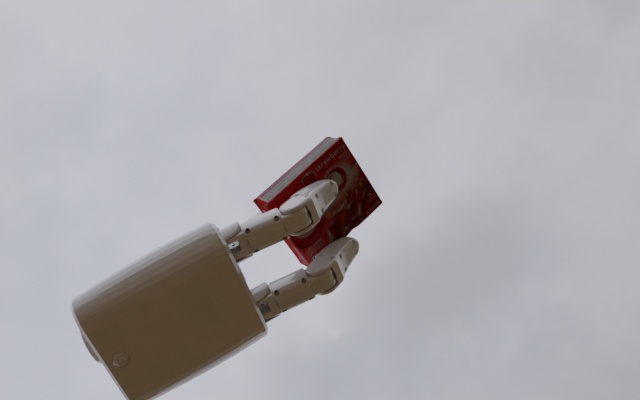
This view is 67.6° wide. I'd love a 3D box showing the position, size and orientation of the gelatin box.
[{"bbox_3d":[0.000,0.001,0.404,0.089,0.073,0.030,-43,25,-16],"label":"gelatin box"}]
